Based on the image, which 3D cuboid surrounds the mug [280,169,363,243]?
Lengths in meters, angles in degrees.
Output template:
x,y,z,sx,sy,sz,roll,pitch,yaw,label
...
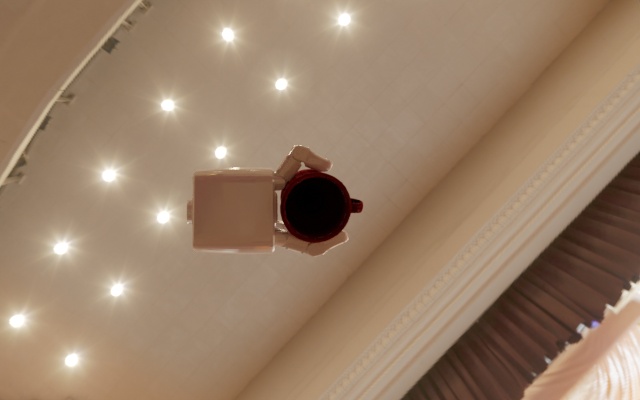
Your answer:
x,y,z,sx,sy,sz,roll,pitch,yaw,label
0.002,0.002,0.653,0.117,0.093,0.081,1,11,-10,mug
